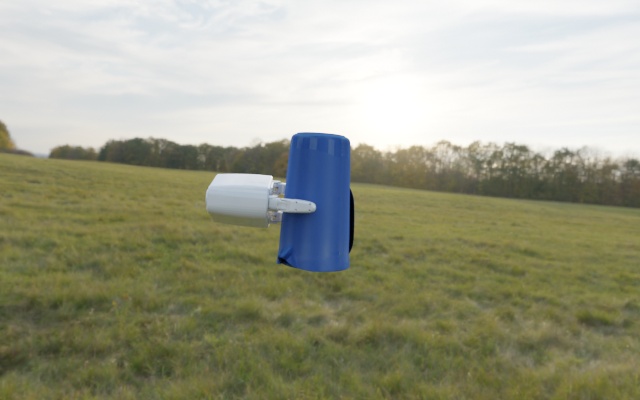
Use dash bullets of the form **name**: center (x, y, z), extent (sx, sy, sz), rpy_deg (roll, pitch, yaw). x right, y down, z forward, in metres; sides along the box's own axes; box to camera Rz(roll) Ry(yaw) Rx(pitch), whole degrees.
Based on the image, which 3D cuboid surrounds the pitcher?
- **pitcher**: center (0.000, 0.003, 0.872), extent (0.145, 0.243, 0.149), rpy_deg (4, 3, -2)
